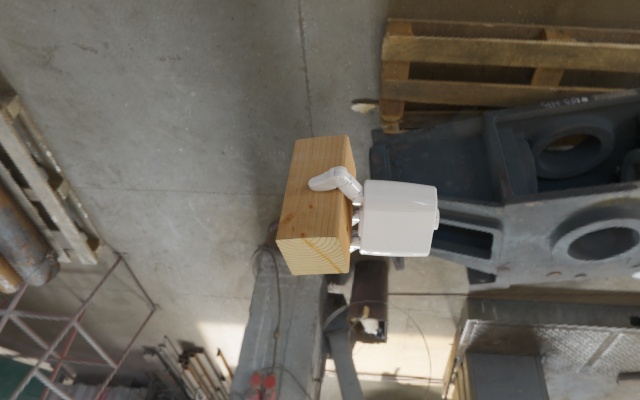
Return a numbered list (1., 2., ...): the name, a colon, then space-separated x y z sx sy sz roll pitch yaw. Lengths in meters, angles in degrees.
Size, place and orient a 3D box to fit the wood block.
1. wood block: 0.000 0.002 0.741 0.090 0.206 0.091 -4 -42 13
